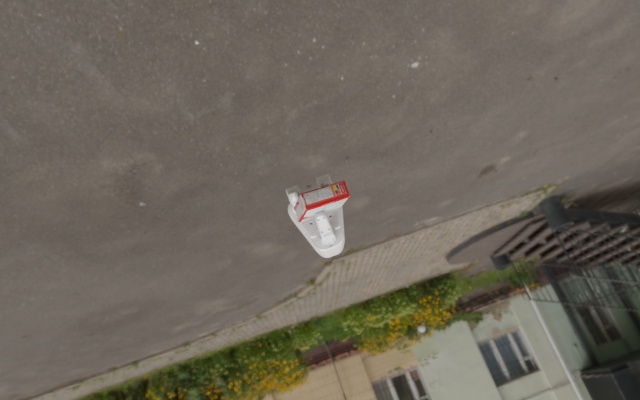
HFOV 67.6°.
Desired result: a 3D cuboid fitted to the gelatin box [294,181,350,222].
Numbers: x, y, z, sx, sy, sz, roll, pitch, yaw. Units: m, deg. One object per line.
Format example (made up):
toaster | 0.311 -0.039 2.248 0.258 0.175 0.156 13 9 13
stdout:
gelatin box | 0.000 0.003 0.759 0.073 0.030 0.089 -17 -12 -14
